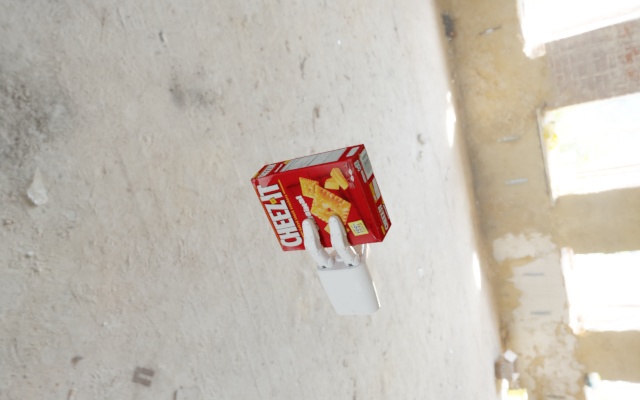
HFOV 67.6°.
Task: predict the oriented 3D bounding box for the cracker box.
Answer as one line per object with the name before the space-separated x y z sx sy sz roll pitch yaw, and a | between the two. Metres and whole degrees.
cracker box | 0.000 0.003 0.861 0.214 0.164 0.072 -9 24 30
